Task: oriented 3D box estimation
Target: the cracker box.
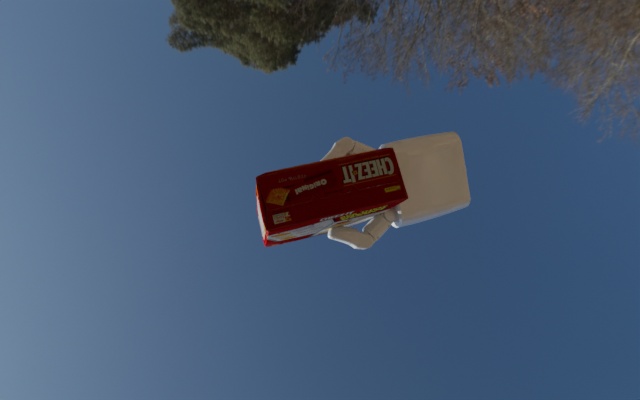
[{"bbox_3d":[0.000,0.002,0.625,0.164,0.072,0.214,-13,-8,-9],"label":"cracker box"}]
